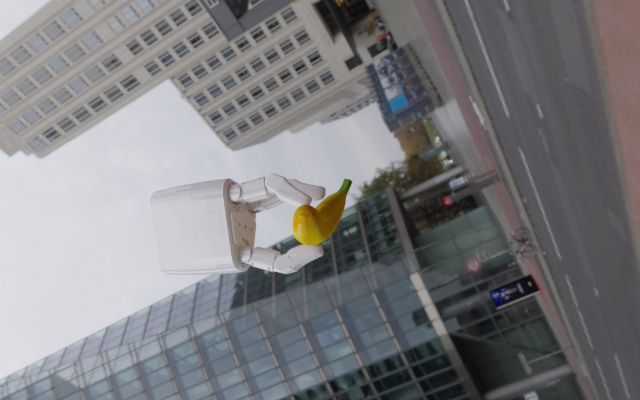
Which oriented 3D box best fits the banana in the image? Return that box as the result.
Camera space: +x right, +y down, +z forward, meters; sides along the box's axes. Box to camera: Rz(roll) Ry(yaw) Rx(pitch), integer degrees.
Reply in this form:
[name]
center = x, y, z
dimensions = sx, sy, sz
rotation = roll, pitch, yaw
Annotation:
[banana]
center = -0.002, 0.019, 0.567
dimensions = 0.037, 0.070, 0.197
rotation = 13, 15, 11
